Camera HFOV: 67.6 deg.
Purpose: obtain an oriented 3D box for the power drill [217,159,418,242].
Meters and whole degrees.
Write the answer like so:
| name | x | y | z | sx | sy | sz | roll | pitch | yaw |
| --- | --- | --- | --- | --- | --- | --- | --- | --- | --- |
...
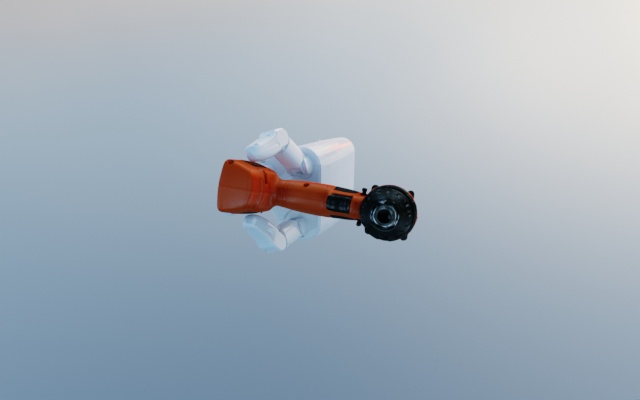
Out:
| name | x | y | z | sx | sy | sz | roll | pitch | yaw |
| --- | --- | --- | --- | --- | --- | --- | --- | --- | --- |
| power drill | 0.000 | 0.001 | 0.466 | 0.187 | 0.057 | 0.184 | 11 | 0 | 11 |
